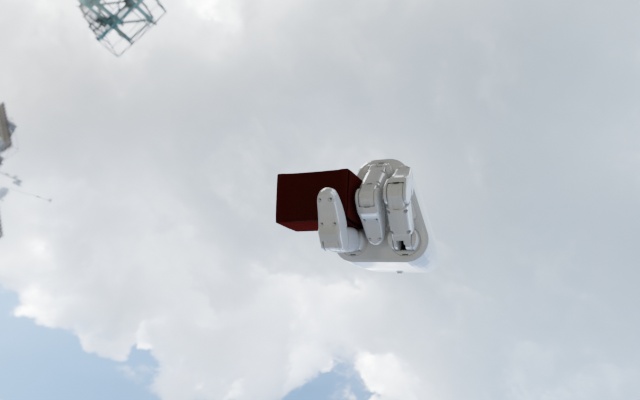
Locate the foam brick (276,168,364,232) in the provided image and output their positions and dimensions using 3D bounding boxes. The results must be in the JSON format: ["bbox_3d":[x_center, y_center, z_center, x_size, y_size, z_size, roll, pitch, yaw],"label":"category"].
[{"bbox_3d":[0.000,0.001,0.486,0.078,0.053,0.051,-2,-14,22],"label":"foam brick"}]
